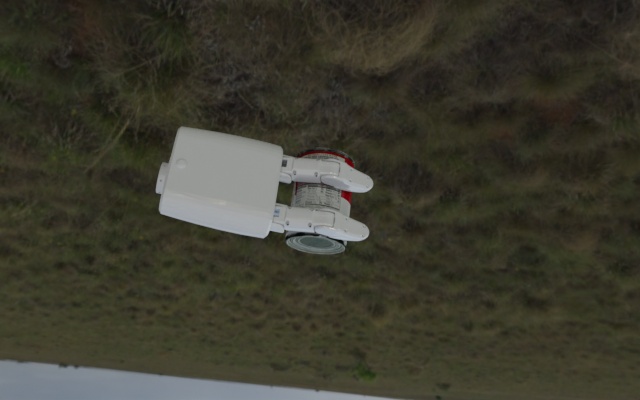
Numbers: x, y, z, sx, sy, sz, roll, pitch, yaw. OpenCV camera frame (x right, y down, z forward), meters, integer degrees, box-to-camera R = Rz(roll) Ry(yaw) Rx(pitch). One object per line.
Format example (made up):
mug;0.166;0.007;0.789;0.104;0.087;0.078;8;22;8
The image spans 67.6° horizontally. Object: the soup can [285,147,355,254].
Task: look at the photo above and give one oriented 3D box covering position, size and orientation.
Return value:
soup can;0.000;0.002;0.531;0.068;0.102;0.068;6;-22;2
